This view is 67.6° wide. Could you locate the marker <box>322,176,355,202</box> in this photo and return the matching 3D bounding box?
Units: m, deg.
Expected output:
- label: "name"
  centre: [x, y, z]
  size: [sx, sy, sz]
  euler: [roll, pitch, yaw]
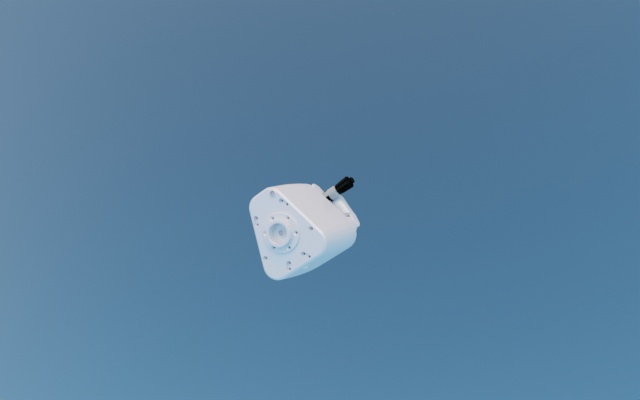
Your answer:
- label: "marker"
  centre: [0.000, 0.002, 0.706]
  size: [0.121, 0.020, 0.020]
  euler: [-35, -13, 20]
